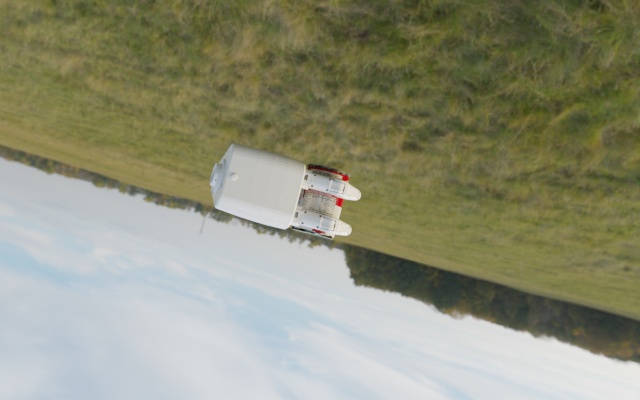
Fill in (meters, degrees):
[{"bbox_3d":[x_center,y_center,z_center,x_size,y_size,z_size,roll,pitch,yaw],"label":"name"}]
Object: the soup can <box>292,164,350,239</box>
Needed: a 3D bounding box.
[{"bbox_3d":[0.000,0.003,0.731,0.068,0.102,0.068,14,-5,1],"label":"soup can"}]
